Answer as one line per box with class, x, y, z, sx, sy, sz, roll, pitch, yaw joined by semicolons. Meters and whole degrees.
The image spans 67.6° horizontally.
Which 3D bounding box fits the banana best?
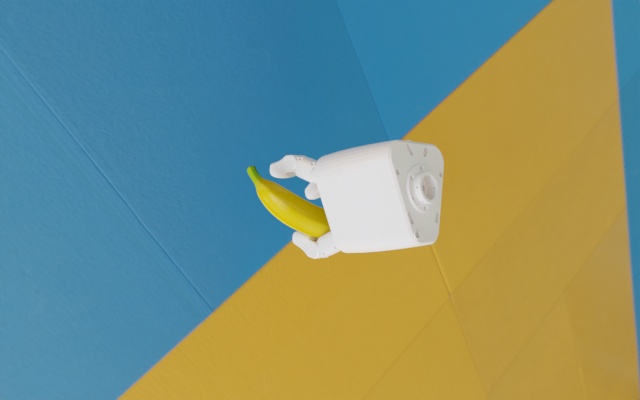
banana;-0.002;0.016;0.594;0.198;0.069;0.037;25;-43;-33
